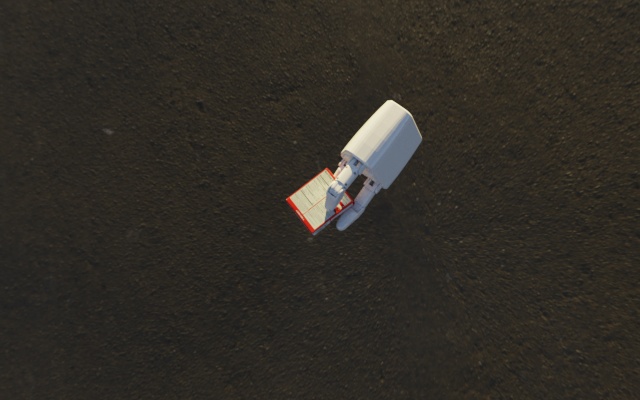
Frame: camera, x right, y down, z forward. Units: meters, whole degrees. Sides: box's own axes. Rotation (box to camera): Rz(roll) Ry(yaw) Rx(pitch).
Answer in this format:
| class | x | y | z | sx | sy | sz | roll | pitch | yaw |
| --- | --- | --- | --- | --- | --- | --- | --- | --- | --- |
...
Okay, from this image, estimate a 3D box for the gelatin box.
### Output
| class | x | y | z | sx | sy | sz | roll | pitch | yaw |
| --- | --- | --- | --- | --- | --- | --- | --- | --- | --- |
| gelatin box | 0.000 | 0.003 | 0.789 | 0.089 | 0.073 | 0.030 | -38 | -13 | -3 |
